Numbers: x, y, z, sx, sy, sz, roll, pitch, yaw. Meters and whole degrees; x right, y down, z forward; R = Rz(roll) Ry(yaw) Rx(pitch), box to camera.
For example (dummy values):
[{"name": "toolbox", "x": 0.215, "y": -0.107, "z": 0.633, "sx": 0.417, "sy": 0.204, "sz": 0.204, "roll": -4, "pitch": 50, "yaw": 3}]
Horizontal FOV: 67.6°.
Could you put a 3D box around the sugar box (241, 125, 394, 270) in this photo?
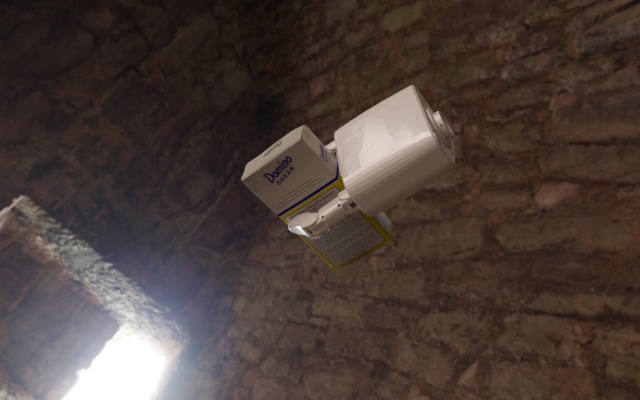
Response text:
[{"name": "sugar box", "x": 0.000, "y": 0.002, "z": 0.574, "sx": 0.093, "sy": 0.176, "sz": 0.048, "roll": -31, "pitch": 26, "yaw": 23}]
